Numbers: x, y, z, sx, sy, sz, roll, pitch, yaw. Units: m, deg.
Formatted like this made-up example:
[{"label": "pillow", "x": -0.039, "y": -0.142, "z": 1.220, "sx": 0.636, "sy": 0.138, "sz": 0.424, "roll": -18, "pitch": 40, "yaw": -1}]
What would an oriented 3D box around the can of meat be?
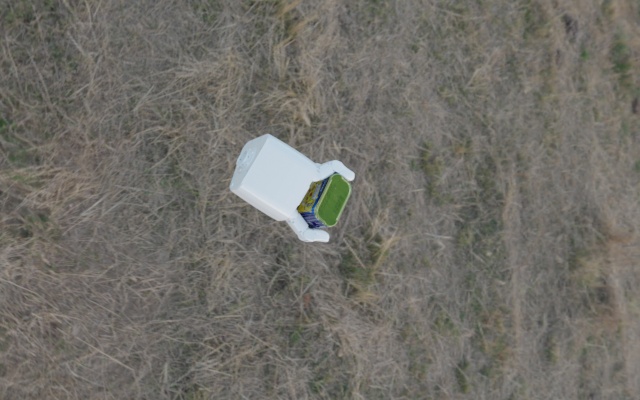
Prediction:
[{"label": "can of meat", "x": 0.000, "y": 0.003, "z": 0.865, "sx": 0.057, "sy": 0.102, "sz": 0.084, "roll": 38, "pitch": -26, "yaw": -26}]
